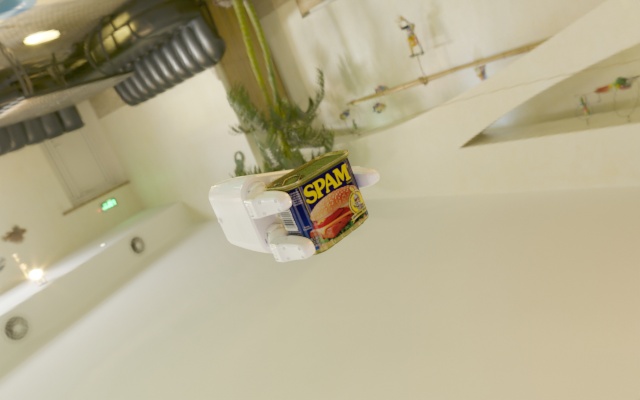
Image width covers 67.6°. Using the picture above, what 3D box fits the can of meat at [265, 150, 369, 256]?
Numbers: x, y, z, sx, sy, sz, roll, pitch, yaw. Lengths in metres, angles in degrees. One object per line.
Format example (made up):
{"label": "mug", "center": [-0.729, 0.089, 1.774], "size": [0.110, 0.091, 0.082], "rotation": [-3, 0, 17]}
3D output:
{"label": "can of meat", "center": [0.000, 0.002, 0.537], "size": [0.102, 0.084, 0.057], "rotation": [-33, 18, -35]}
